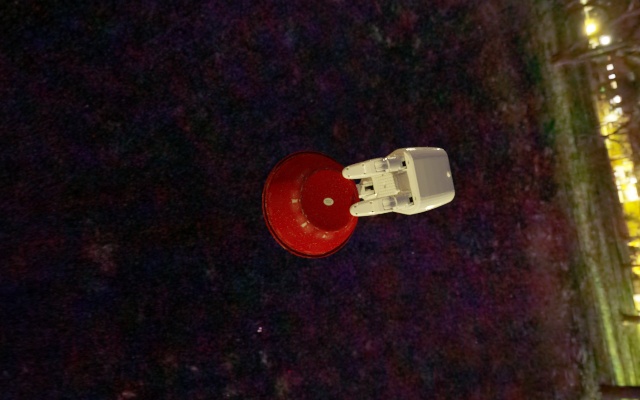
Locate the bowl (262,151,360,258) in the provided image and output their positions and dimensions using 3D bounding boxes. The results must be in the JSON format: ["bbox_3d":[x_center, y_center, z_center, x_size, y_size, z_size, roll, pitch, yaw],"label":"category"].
[{"bbox_3d":[-0.001,0.003,0.691,0.162,0.162,0.055,0,-6,-28],"label":"bowl"}]
